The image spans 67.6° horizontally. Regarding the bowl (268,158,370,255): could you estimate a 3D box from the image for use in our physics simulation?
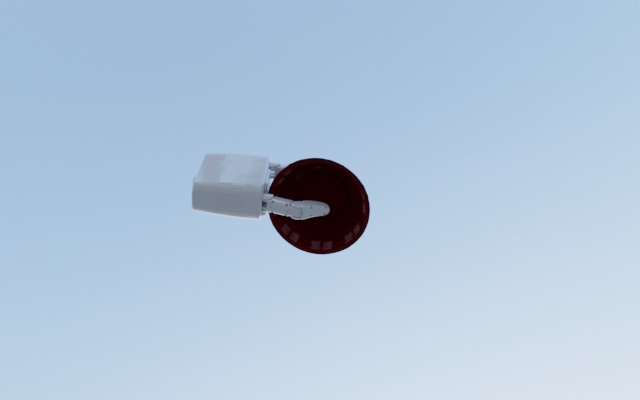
[{"bbox_3d":[0.001,0.003,0.757,0.162,0.162,0.055,0,22,11],"label":"bowl"}]
